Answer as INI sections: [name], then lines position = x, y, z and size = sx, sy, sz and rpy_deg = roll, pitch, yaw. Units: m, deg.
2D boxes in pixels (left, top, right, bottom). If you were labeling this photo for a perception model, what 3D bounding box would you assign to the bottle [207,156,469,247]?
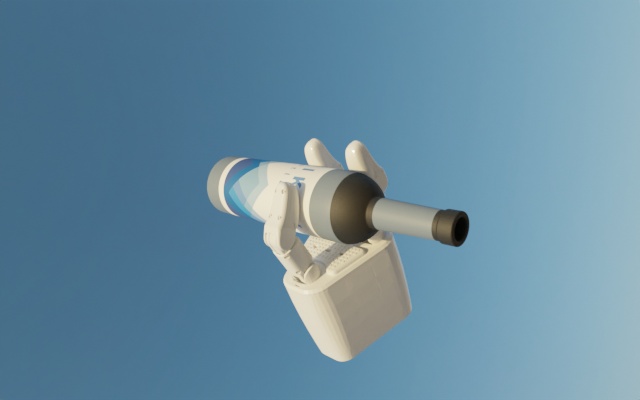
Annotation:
[bottle]
position = 0.000, 0.001, 0.456
size = 0.295, 0.069, 0.069
rpy_deg = 11, 7, 44
